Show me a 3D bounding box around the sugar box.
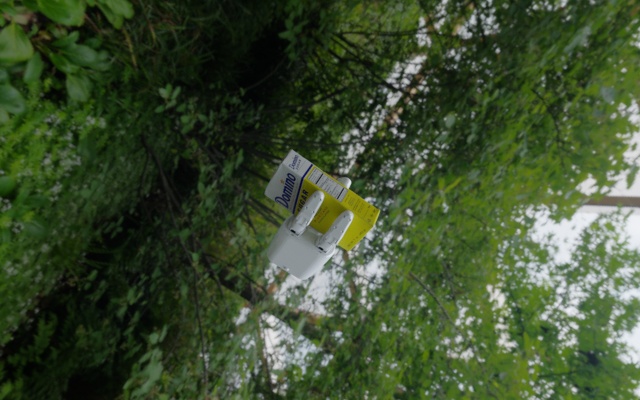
[{"bbox_3d":[0.000,0.003,0.779,0.176,0.048,0.093,32,-41,-4],"label":"sugar box"}]
